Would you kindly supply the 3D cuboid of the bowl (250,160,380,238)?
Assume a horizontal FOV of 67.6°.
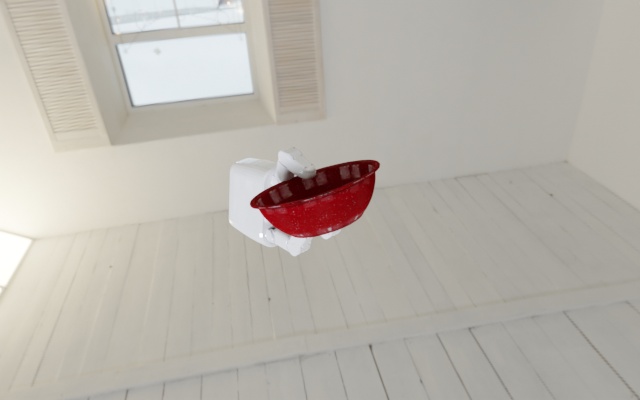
[{"bbox_3d":[0.001,0.002,0.572,0.162,0.055,0.162,-17,12,4],"label":"bowl"}]
